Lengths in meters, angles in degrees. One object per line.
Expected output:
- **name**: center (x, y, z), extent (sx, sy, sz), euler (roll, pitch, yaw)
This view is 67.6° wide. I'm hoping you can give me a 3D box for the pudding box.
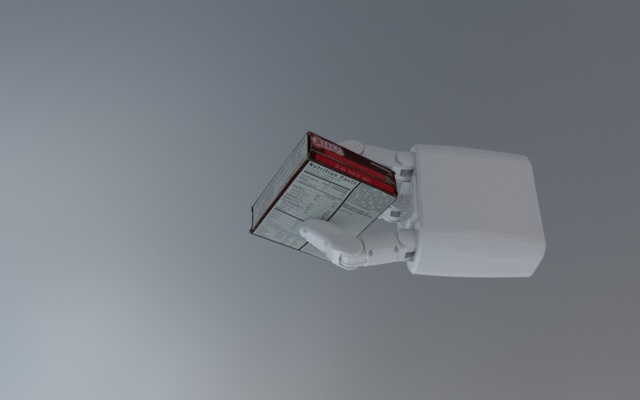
- **pudding box**: center (0.000, 0.002, 0.427), extent (0.090, 0.039, 0.113), euler (23, -49, -22)
